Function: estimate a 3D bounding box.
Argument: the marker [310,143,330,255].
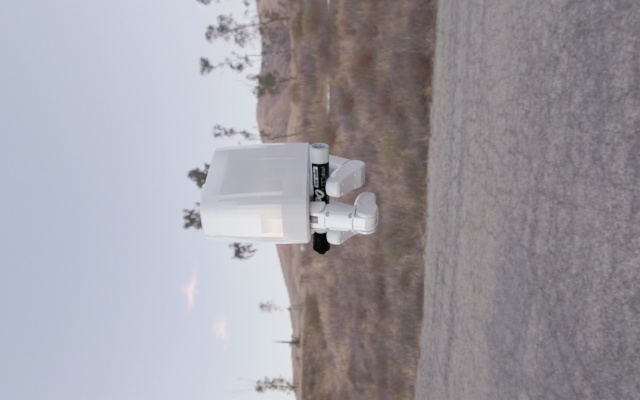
[{"bbox_3d":[0.000,0.002,0.485,0.020,0.121,0.020,-1,27,1],"label":"marker"}]
